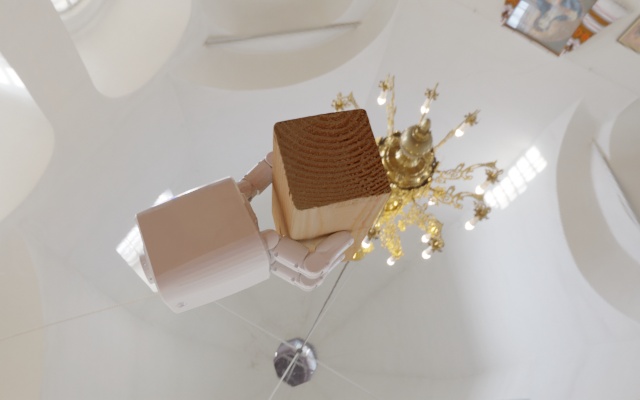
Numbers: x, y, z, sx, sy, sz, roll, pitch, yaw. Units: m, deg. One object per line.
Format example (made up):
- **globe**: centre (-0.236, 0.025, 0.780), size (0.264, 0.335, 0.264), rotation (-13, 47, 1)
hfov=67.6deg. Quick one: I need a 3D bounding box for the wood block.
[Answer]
- **wood block**: centre (0.000, 0.002, 0.513), size (0.090, 0.090, 0.206), rotation (-11, -21, -11)
